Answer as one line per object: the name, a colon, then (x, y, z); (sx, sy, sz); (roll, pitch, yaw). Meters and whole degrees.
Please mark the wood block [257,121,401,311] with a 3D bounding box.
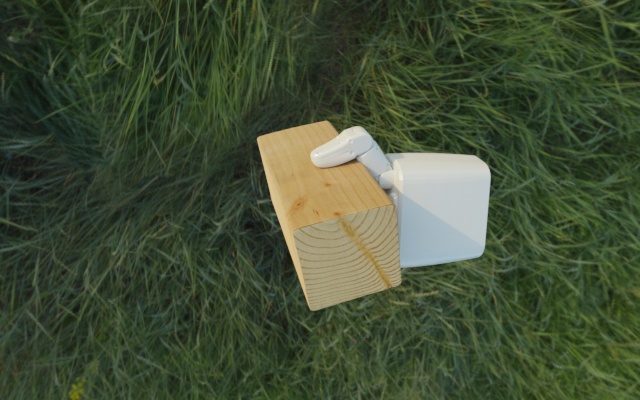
wood block: (0.000, 0.001, 0.492); (0.090, 0.091, 0.206); (-14, 31, -9)
